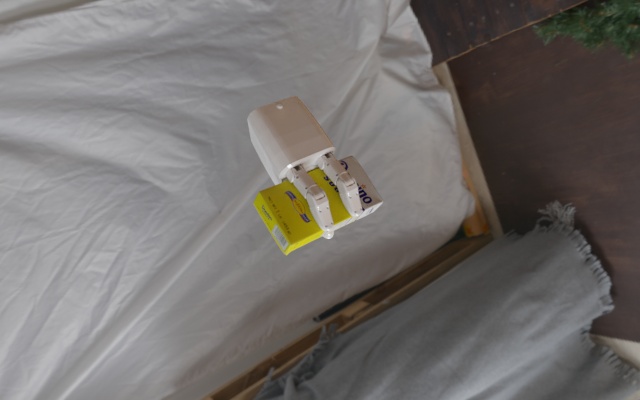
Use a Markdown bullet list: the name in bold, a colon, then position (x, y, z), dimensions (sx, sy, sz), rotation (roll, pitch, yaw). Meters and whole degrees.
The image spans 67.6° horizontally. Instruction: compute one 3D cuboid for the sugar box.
- **sugar box**: position (0.000, 0.002, 0.711), dimensions (0.176, 0.093, 0.048), rotation (-25, -15, -29)
